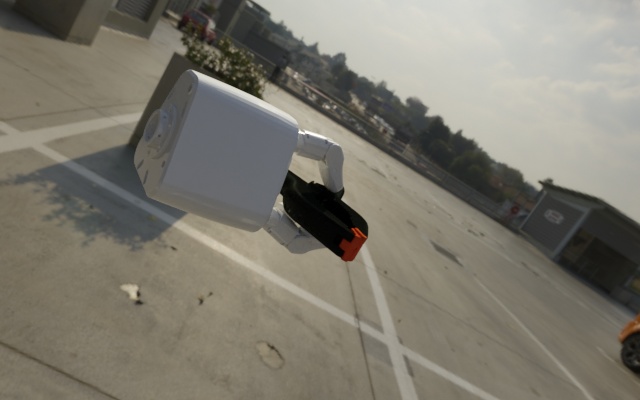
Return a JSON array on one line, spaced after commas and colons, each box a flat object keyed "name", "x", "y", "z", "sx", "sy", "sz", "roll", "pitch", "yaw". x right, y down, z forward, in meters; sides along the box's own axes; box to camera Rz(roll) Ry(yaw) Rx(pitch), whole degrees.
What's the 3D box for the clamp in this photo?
[{"name": "clamp", "x": 0.001, "y": 0.001, "z": 0.517, "sx": 0.164, "sy": 0.036, "sz": 0.210, "roll": 19, "pitch": 16, "yaw": -37}]
